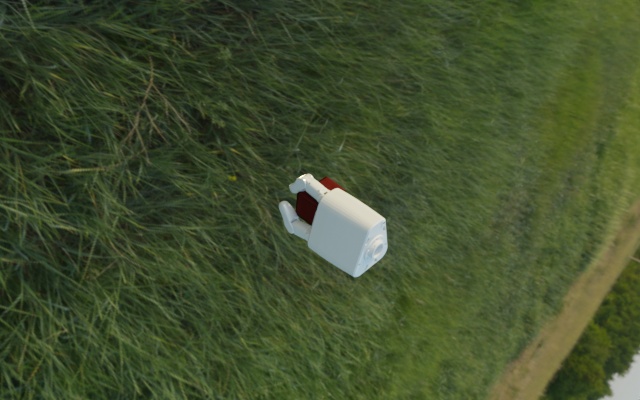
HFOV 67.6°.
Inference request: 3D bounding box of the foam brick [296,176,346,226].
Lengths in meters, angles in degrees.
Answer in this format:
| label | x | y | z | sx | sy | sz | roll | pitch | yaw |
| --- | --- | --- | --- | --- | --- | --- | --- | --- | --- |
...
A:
| label | x | y | z | sx | sy | sz | roll | pitch | yaw |
| --- | --- | --- | --- | --- | --- | --- | --- | --- | --- |
| foam brick | 0.000 | 0.003 | 0.865 | 0.051 | 0.053 | 0.078 | 34 | 48 | 29 |
